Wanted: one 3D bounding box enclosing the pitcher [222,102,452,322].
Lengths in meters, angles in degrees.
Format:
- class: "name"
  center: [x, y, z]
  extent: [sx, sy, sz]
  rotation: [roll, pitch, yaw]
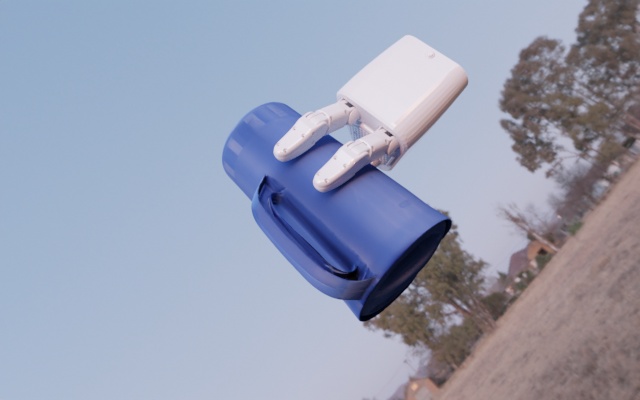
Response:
- class: "pitcher"
  center: [0.000, 0.002, 0.503]
  extent: [0.242, 0.145, 0.149]
  rotation: [41, -12, 23]
